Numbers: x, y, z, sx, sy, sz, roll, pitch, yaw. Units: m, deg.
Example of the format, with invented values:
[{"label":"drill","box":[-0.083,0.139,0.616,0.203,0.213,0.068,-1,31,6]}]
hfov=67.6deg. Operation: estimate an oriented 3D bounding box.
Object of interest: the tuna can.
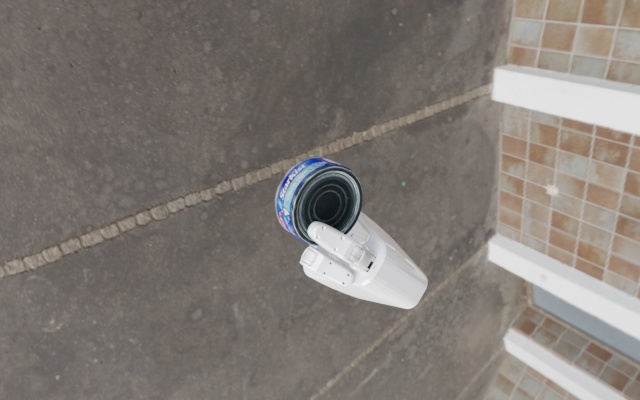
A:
[{"label":"tuna can","box":[0.000,0.002,0.475,0.086,0.086,0.033,0,18,-34]}]
